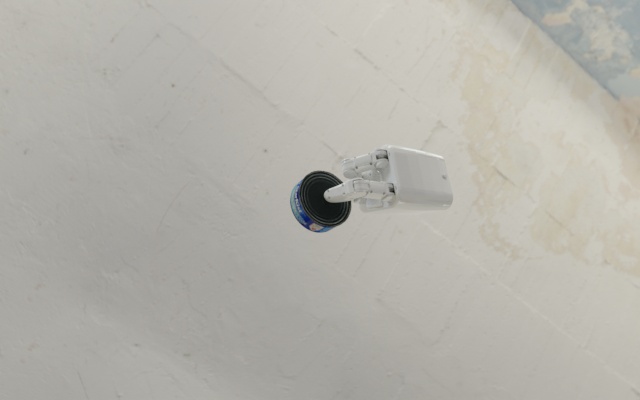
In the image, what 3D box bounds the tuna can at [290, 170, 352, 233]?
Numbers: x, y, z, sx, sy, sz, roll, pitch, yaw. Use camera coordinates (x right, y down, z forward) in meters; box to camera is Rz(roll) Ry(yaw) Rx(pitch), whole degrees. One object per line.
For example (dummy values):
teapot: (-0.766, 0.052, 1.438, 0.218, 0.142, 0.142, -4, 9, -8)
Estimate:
tuna can: (0.000, 0.002, 0.688, 0.086, 0.086, 0.034, 0, -20, -32)
